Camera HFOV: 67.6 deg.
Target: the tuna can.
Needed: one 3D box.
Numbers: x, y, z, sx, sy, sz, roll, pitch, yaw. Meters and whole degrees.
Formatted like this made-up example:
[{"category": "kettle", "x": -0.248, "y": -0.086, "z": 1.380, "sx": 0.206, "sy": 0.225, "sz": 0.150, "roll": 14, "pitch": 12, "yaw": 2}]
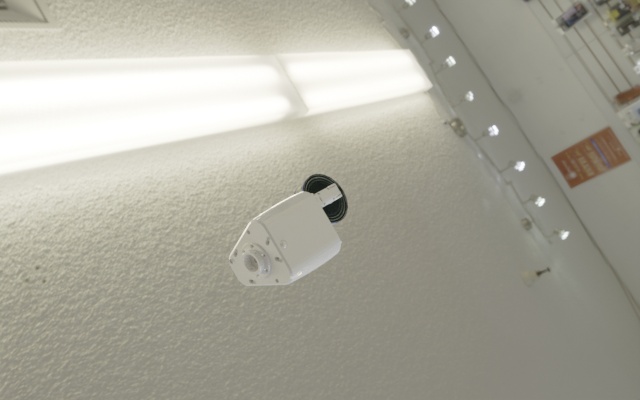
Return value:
[{"category": "tuna can", "x": 0.000, "y": 0.003, "z": 0.762, "sx": 0.086, "sy": 0.086, "sz": 0.034, "roll": 0, "pitch": -25, "yaw": -40}]
